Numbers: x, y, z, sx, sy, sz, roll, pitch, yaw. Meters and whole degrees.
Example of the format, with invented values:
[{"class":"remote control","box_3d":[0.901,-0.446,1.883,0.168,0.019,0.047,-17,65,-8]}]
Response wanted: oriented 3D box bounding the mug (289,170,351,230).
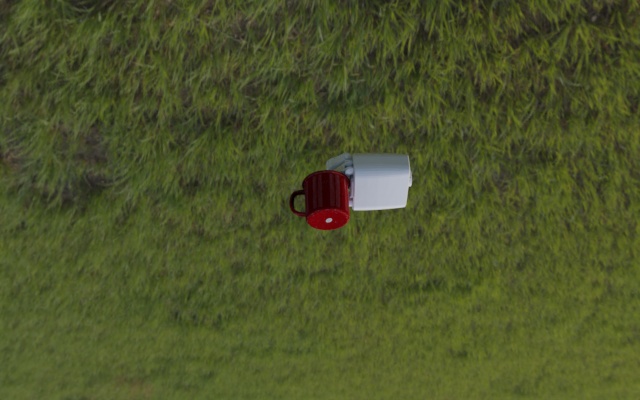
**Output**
[{"class":"mug","box_3d":[-0.001,0.003,0.890,0.117,0.081,0.093,-2,-32,0]}]
